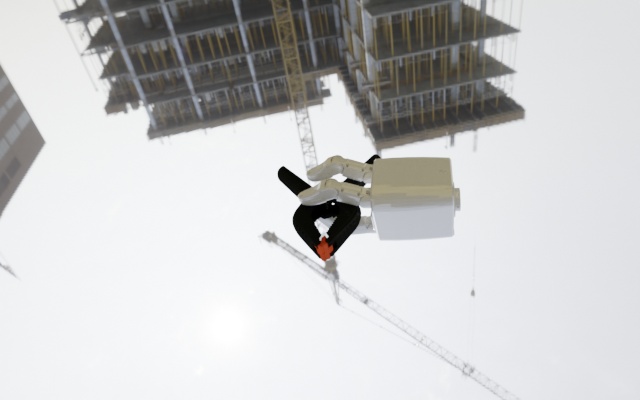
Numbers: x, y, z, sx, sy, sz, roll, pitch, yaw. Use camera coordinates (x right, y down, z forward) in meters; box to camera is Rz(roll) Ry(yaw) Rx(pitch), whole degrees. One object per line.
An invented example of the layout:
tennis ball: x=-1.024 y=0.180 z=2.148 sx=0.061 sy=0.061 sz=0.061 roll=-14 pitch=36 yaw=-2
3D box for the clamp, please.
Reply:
clamp: x=0.000 y=0.003 z=0.679 sx=0.164 sy=0.036 sz=0.209 roll=-3 pitch=38 yaw=14
